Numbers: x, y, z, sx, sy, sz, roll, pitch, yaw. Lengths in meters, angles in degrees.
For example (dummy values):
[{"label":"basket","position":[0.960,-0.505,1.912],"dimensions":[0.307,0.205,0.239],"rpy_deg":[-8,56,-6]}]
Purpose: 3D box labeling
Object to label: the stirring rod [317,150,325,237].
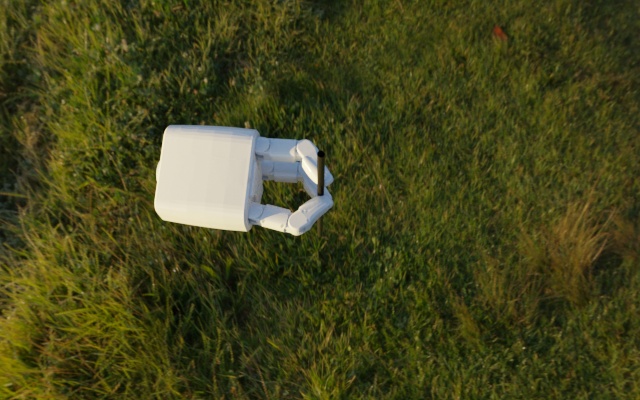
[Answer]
[{"label":"stirring rod","position":[0.000,0.002,0.576],"dimensions":[0.011,0.011,0.240],"rpy_deg":[0,-23,0]}]
